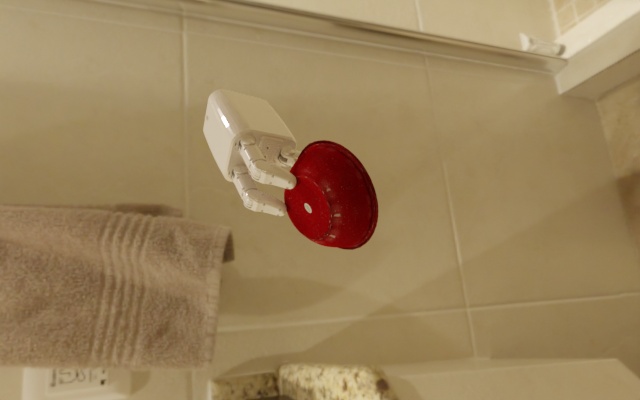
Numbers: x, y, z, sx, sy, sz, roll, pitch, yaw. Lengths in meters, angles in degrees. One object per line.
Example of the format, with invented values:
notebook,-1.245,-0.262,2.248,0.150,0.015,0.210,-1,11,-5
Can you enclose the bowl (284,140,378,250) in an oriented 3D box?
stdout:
bowl,0.001,0.003,0.653,0.055,0.162,0.162,-25,16,-40
